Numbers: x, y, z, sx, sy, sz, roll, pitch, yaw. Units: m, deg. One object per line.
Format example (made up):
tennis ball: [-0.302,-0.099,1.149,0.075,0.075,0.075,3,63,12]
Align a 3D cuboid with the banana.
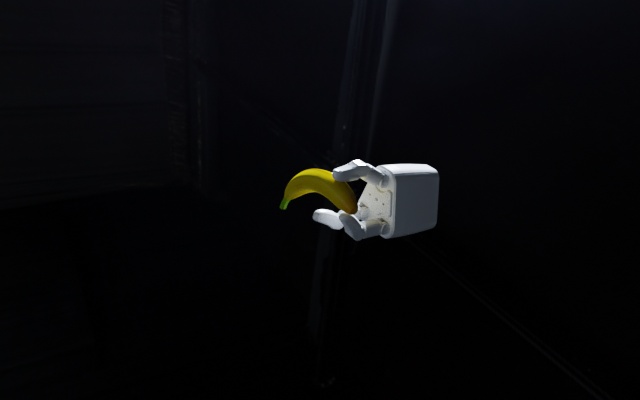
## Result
banana: [-0.002,-0.016,0.761,0.037,0.069,0.198,-2,3,-35]
